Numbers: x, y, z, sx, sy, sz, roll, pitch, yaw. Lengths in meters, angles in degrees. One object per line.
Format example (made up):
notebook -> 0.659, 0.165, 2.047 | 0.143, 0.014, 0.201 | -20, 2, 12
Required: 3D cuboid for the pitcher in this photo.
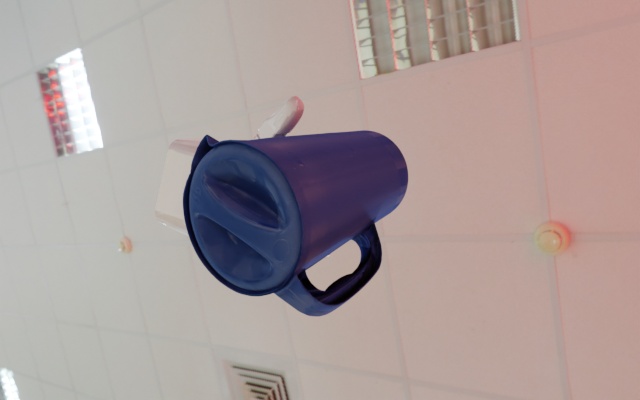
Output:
pitcher -> 0.000, 0.001, 0.484 | 0.145, 0.149, 0.243 | 10, 18, 32
